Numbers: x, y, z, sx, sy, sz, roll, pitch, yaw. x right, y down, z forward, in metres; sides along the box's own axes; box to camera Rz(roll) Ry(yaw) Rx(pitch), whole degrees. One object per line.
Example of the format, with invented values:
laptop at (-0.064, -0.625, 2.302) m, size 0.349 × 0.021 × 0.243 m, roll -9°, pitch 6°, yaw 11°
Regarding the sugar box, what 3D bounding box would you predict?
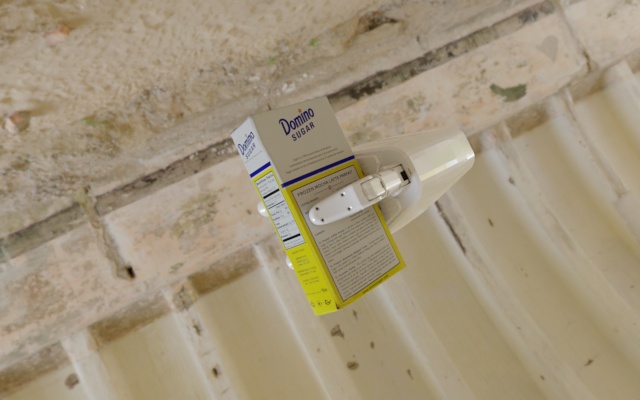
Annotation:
sugar box at (0.000, 0.002, 0.426) m, size 0.093 × 0.176 × 0.048 m, roll -24°, pitch -3°, yaw -40°
